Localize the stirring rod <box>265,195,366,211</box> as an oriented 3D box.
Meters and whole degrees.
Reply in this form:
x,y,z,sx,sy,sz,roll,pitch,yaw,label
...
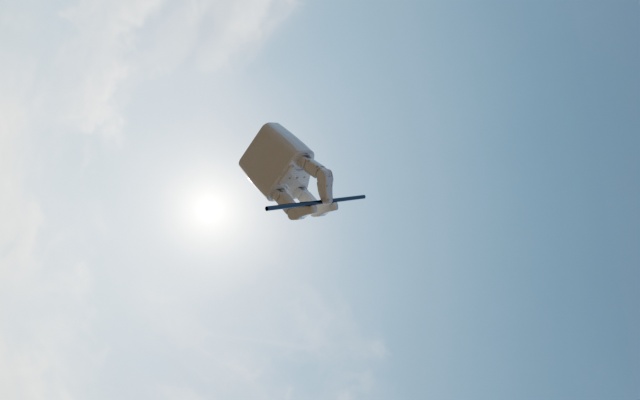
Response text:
x,y,z,sx,sy,sz,roll,pitch,yaw,label
0.000,0.003,0.808,0.011,0.011,0.239,0,5,43,stirring rod
